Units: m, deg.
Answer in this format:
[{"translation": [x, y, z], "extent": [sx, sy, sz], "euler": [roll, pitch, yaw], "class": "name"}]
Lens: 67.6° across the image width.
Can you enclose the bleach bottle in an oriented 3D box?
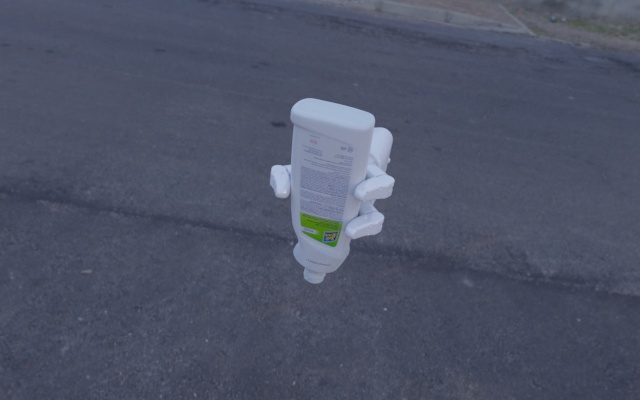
[{"translation": [0.000, 0.002, 0.625], "extent": [0.102, 0.251, 0.068], "euler": [16, 32, 11], "class": "bleach bottle"}]
